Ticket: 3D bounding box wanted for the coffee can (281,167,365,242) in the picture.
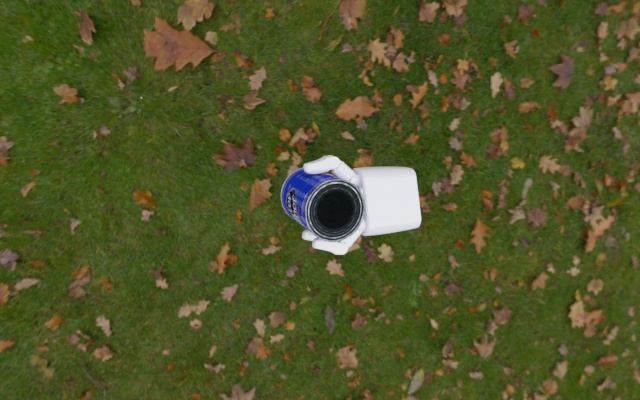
[{"bbox_3d":[0.000,0.003,0.809,0.103,0.103,0.140,0,11,-21],"label":"coffee can"}]
